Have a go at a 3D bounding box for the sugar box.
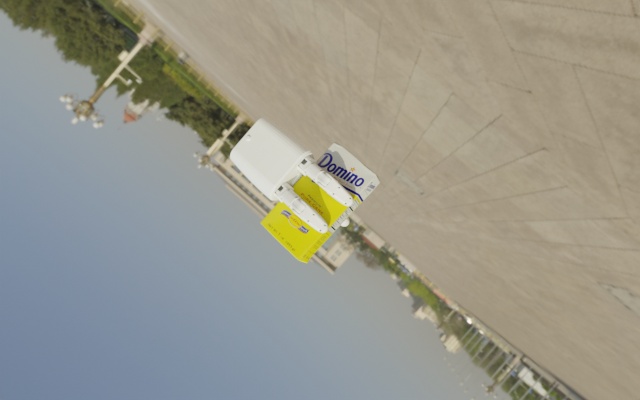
[{"bbox_3d":[0.000,0.002,0.746,0.093,0.176,0.048,41,1,21],"label":"sugar box"}]
